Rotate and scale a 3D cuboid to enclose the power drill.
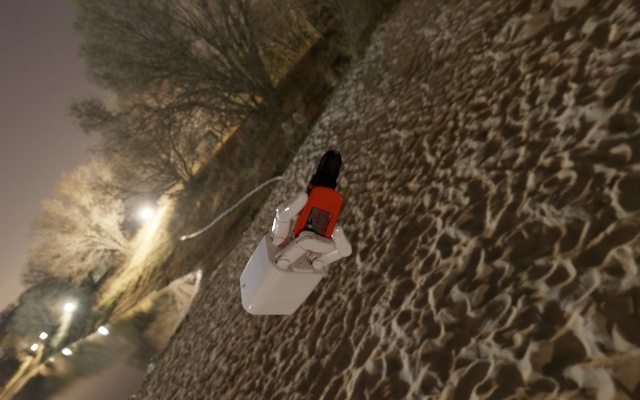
[{"bbox_3d":[0.000,0.003,0.837,0.057,0.184,0.187,18,7,-3],"label":"power drill"}]
